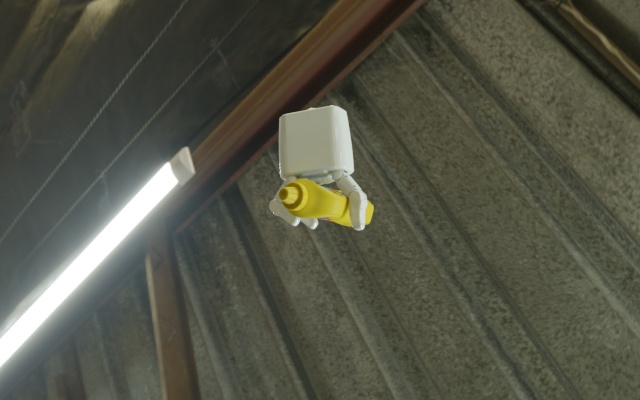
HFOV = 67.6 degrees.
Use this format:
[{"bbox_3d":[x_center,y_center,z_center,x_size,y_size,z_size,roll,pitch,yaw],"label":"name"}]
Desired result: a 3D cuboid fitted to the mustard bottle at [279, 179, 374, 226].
[{"bbox_3d":[0.000,0.003,0.749,0.096,0.058,0.191,17,2,34],"label":"mustard bottle"}]
